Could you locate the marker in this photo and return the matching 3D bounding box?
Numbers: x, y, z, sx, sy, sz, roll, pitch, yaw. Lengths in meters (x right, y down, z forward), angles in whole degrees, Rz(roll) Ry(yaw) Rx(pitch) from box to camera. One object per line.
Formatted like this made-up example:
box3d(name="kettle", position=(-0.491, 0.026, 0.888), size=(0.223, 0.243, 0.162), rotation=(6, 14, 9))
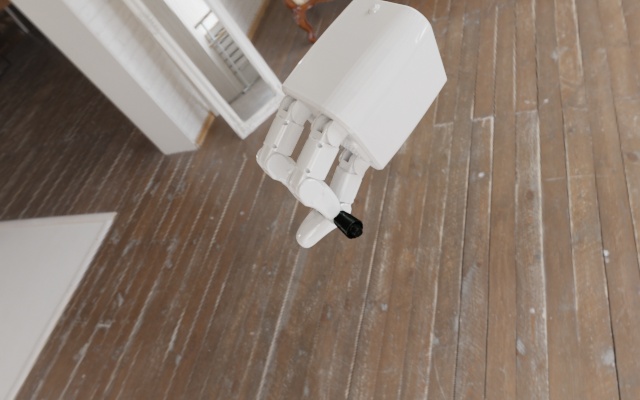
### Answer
box3d(name="marker", position=(0.000, 0.001, 0.452), size=(0.020, 0.020, 0.121), rotation=(0, 26, -38))
